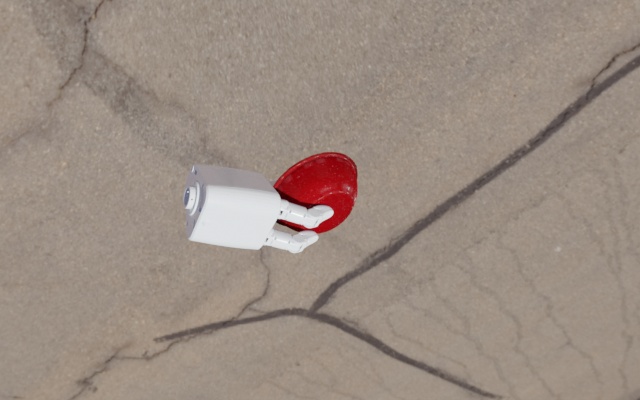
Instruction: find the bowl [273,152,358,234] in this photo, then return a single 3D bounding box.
[{"bbox_3d":[0.001,0.003,0.758,0.162,0.162,0.055,0,42,-37],"label":"bowl"}]
